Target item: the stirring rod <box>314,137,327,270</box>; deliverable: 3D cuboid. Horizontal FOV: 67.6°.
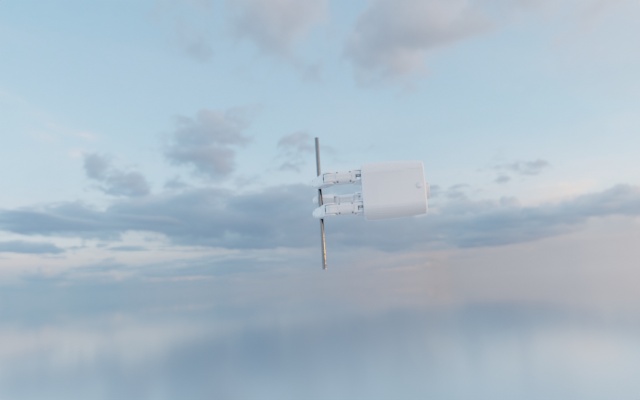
[{"bbox_3d":[0.000,0.003,0.859,0.011,0.239,0.011,-3,-10,-1],"label":"stirring rod"}]
